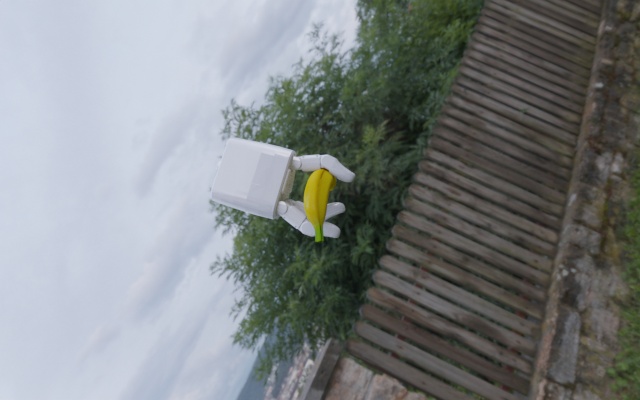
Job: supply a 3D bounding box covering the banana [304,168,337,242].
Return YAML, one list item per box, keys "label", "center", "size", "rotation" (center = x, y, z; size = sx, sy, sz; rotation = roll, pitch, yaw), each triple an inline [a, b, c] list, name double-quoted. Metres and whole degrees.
- label: "banana"
  center: [0.000, -0.013, 0.738]
  size: [0.037, 0.070, 0.197]
  rotation: [4, 26, 7]
